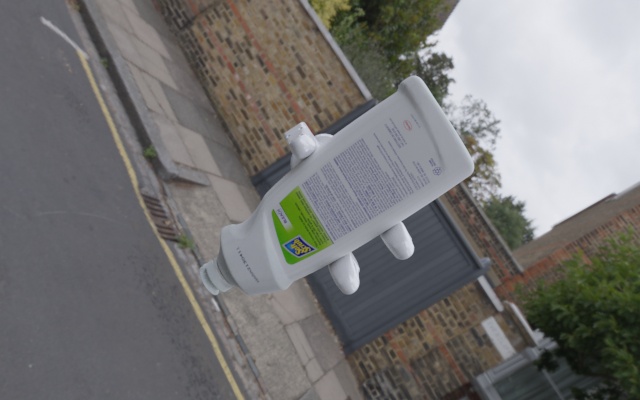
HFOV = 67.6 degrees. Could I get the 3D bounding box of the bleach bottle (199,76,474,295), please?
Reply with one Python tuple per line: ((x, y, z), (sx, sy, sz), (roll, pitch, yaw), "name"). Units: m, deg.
((0.000, 0.001, 0.422), (0.251, 0.102, 0.068), (-31, -6, 6), "bleach bottle")
